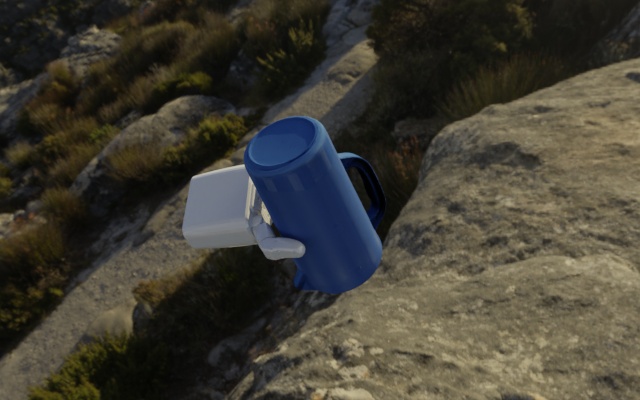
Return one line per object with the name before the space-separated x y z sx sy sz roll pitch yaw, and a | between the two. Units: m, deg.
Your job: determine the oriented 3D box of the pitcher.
pitcher | 0.000 0.002 0.654 0.145 0.149 0.243 -9 -45 18
